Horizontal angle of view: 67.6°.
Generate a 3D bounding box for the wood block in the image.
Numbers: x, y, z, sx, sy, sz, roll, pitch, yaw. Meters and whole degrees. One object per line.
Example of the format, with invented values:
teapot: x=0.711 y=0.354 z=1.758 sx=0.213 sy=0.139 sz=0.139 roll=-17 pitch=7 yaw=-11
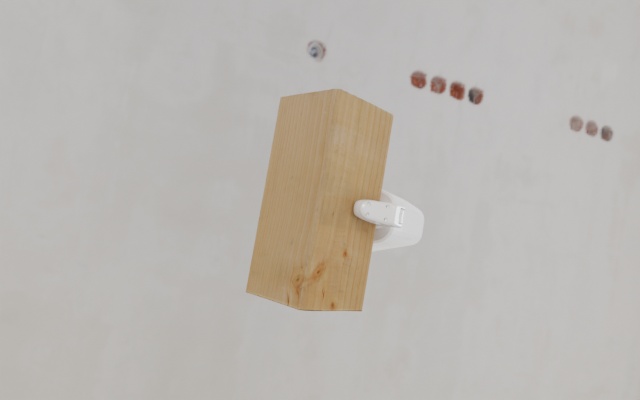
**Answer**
wood block: x=0.001 y=0.002 z=0.493 sx=0.090 sy=0.206 sz=0.091 roll=13 pitch=-6 yaw=-44
